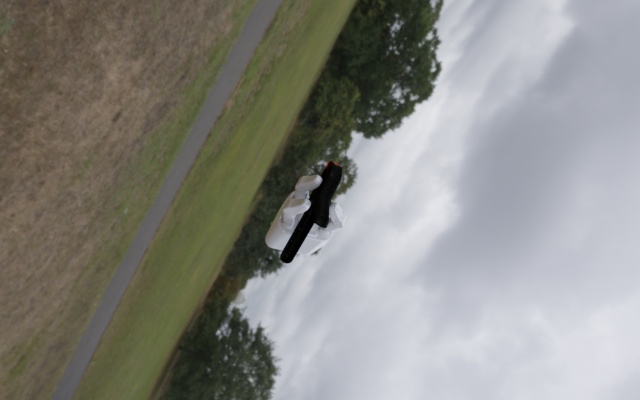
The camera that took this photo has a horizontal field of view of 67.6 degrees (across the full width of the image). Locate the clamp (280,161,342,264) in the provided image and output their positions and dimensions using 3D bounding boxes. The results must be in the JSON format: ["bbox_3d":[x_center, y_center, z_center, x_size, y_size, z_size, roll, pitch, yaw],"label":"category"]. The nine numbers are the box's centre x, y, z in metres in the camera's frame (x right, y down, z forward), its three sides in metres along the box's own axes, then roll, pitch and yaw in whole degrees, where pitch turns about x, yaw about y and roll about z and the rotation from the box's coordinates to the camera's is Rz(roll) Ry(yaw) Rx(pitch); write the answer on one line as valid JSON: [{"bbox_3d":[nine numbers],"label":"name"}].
[{"bbox_3d":[0.001,0.003,0.856,0.036,0.210,0.165,31,-32,-10],"label":"clamp"}]
